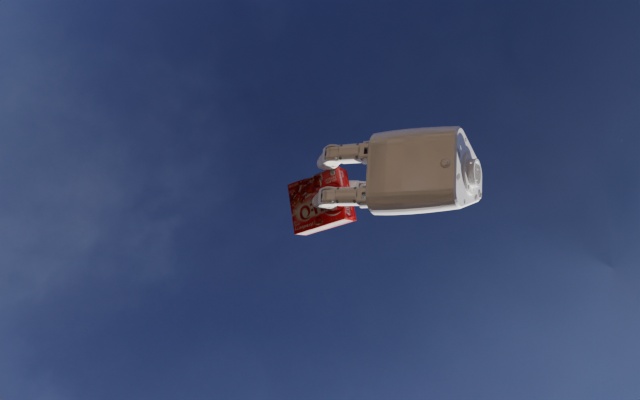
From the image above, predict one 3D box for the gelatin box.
[{"bbox_3d":[0.000,0.002,0.652,0.089,0.073,0.030,-18,-17,33],"label":"gelatin box"}]
